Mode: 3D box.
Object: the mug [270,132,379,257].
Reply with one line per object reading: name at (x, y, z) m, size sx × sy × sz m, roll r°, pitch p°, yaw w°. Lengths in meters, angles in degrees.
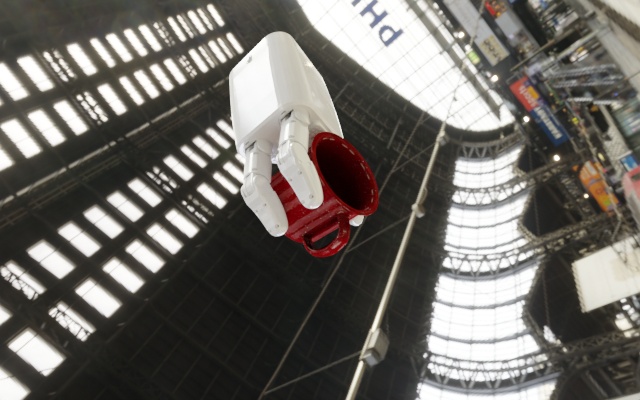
mug at (0.000, 0.003, 0.475) m, size 0.093 × 0.117 × 0.081 m, roll 20°, pitch -42°, yaw -42°
